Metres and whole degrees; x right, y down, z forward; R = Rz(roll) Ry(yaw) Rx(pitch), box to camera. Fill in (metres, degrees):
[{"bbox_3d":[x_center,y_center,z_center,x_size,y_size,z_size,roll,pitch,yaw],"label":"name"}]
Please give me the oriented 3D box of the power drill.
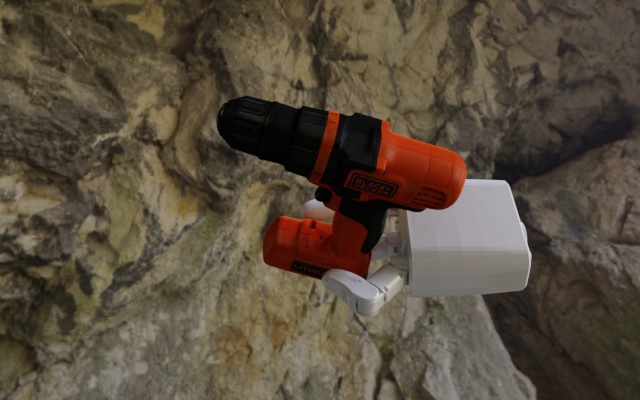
[{"bbox_3d":[0.000,0.002,0.402,0.184,0.057,0.188,17,-34,-5],"label":"power drill"}]
